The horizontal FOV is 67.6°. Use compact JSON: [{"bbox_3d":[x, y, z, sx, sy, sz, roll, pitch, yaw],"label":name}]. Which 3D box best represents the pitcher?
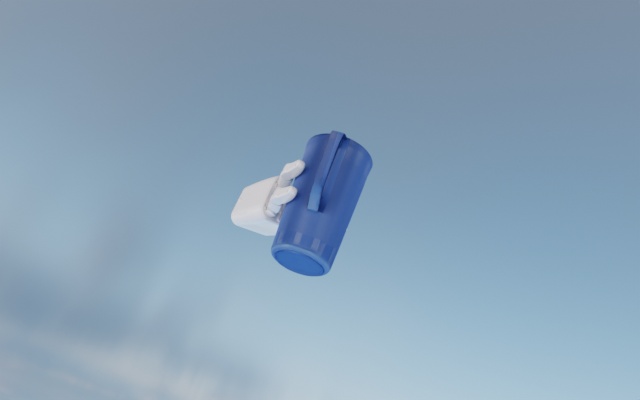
[{"bbox_3d":[0.000,0.003,0.854,0.145,0.242,0.149,-12,-43,44],"label":"pitcher"}]
